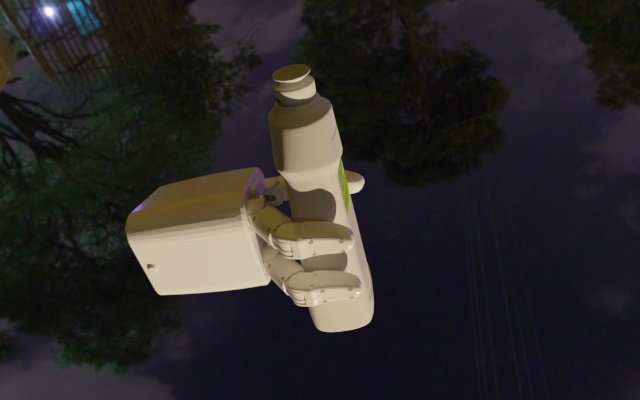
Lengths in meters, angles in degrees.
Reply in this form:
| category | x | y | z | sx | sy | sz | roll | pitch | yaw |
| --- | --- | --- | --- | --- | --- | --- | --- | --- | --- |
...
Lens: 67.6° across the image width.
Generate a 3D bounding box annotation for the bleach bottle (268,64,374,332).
| category | x | y | z | sx | sy | sz | roll | pitch | yaw |
| --- | --- | --- | --- | --- | --- | --- | --- | --- | --- |
| bleach bottle | 0.000 | 0.001 | 0.424 | 0.068 | 0.251 | 0.102 | -10 | 36 | 4 |
